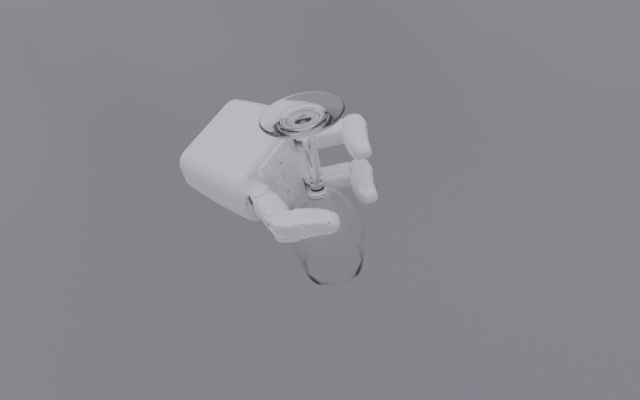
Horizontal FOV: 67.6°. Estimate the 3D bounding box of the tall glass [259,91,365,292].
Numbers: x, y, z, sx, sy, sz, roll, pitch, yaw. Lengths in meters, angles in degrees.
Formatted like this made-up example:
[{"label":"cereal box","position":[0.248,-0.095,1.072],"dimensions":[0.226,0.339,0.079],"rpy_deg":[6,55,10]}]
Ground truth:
[{"label":"tall glass","position":[0.000,0.001,0.465],"dimensions":[0.079,0.201,0.079],"rpy_deg":[-7,39,6]}]
